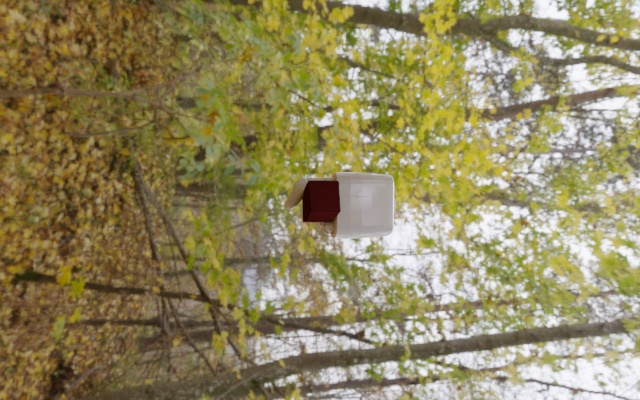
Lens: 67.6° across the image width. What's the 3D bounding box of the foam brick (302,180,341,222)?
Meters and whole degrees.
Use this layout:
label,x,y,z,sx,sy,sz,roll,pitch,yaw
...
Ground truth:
label,x,y,z,sx,sy,sz,roll,pitch,yaw
foam brick,0.000,0.003,0.789,0.051,0.053,0.078,1,-15,-9
